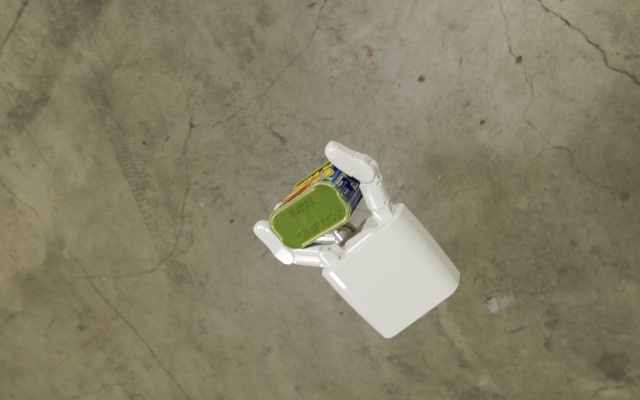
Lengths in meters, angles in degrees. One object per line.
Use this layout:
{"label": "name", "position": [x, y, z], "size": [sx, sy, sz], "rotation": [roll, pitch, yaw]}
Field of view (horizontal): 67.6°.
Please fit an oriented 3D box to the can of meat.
{"label": "can of meat", "position": [0.000, 0.002, 0.533], "size": [0.102, 0.057, 0.084], "rotation": [-33, 10, 31]}
